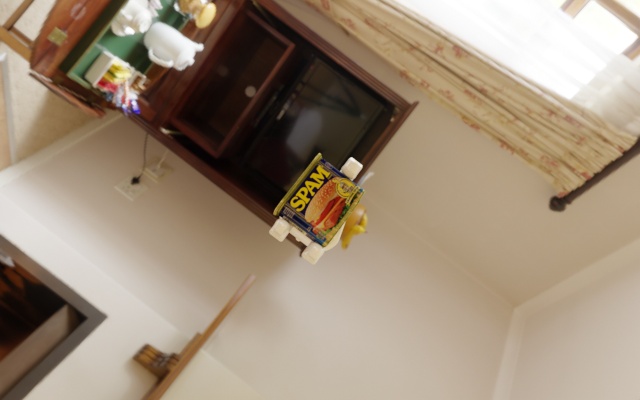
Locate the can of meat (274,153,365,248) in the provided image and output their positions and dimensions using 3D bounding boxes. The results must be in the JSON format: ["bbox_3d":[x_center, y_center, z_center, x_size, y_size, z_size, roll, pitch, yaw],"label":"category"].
[{"bbox_3d":[0.000,0.002,0.650,0.084,0.102,0.057,37,-15,0],"label":"can of meat"}]
